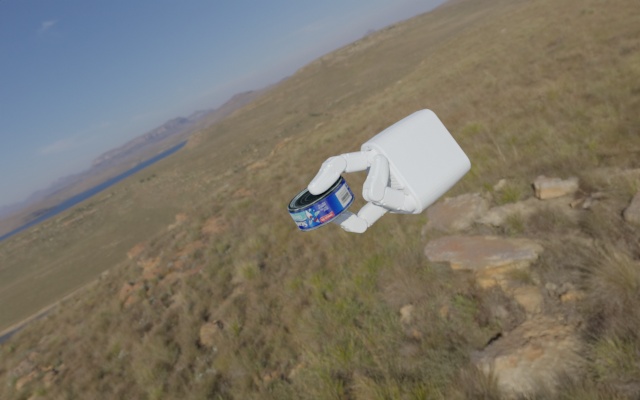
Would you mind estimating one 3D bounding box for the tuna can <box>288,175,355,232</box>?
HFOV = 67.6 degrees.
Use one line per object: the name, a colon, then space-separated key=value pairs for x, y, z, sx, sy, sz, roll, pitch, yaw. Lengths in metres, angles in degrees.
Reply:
tuna can: x=0.000 y=0.002 z=0.626 sx=0.086 sy=0.034 sz=0.086 roll=-29 pitch=17 yaw=10
